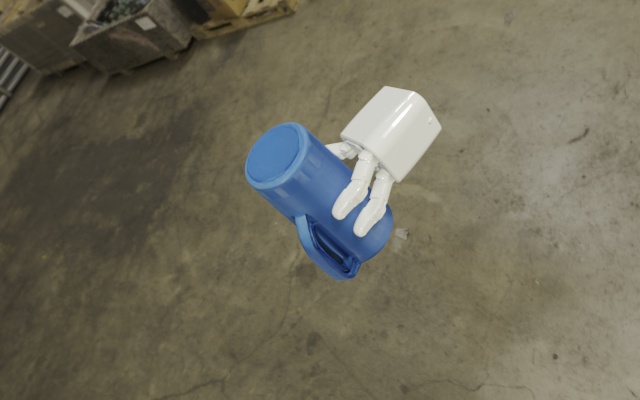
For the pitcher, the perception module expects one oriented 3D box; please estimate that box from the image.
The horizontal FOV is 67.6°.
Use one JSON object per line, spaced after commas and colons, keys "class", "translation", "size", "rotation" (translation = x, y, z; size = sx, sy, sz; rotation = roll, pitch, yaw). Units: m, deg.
{"class": "pitcher", "translation": [0.000, 0.002, 0.715], "size": [0.243, 0.145, 0.149], "rotation": [41, 1, -45]}
